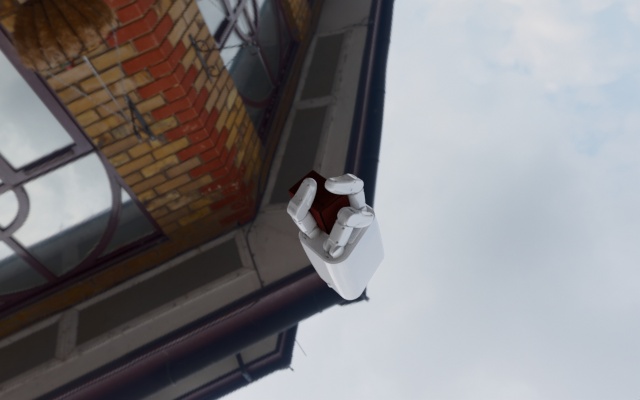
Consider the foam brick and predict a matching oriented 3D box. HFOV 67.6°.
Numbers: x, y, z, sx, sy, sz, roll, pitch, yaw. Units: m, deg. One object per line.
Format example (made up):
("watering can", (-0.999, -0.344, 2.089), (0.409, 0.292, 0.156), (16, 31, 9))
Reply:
("foam brick", (0.000, 0.002, 0.703), (0.053, 0.051, 0.078), (-39, 46, -16))
